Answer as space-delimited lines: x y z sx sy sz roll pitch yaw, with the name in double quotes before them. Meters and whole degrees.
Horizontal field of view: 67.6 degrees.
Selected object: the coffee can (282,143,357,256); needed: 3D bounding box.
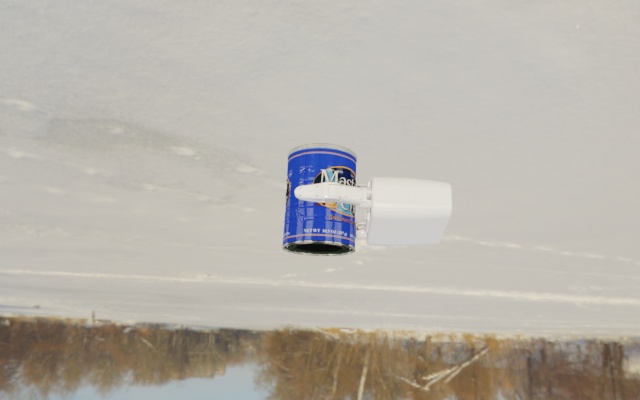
"coffee can" 0.000 0.002 0.684 0.103 0.140 0.103 2 -16 1
